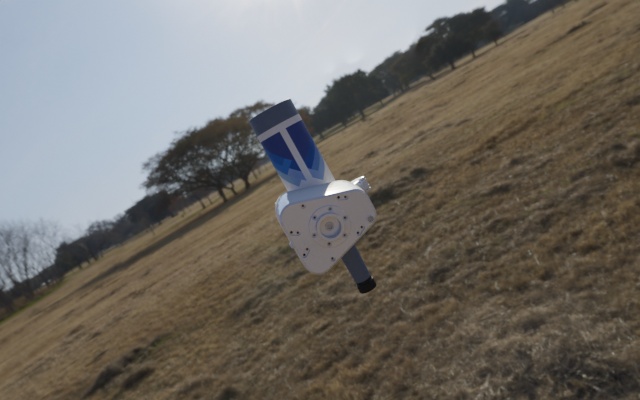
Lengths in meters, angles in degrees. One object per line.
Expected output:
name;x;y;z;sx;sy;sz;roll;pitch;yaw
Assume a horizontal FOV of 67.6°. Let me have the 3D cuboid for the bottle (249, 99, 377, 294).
bottle;0.000;0.002;0.681;0.069;0.296;0.069;-28;8;4
